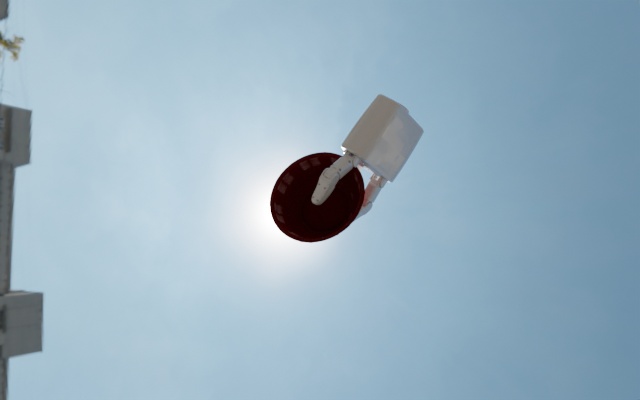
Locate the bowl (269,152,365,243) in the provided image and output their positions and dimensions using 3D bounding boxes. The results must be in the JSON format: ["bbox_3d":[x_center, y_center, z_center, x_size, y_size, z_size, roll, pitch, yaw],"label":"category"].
[{"bbox_3d":[-0.001,0.004,0.790,0.162,0.162,0.055,0,-25,19],"label":"bowl"}]
